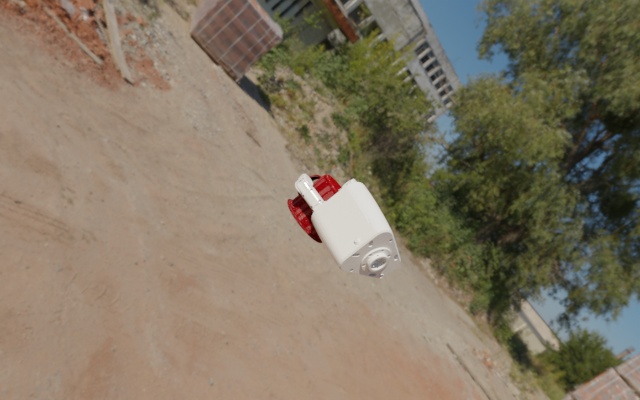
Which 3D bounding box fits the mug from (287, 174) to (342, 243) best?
[{"bbox_3d":[0.000,0.002,0.808,0.081,0.117,0.093,-38,-41,10],"label":"mug"}]
